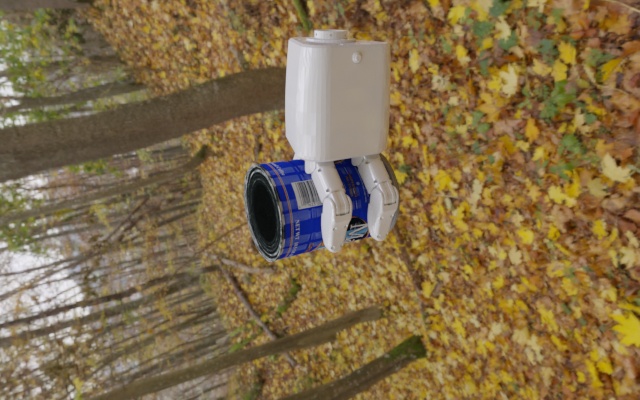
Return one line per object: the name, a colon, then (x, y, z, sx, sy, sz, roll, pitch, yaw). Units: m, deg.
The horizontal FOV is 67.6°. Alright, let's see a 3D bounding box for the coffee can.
coffee can: (0.000, 0.002, 0.523, 0.140, 0.103, 0.103, -11, 5, -27)
